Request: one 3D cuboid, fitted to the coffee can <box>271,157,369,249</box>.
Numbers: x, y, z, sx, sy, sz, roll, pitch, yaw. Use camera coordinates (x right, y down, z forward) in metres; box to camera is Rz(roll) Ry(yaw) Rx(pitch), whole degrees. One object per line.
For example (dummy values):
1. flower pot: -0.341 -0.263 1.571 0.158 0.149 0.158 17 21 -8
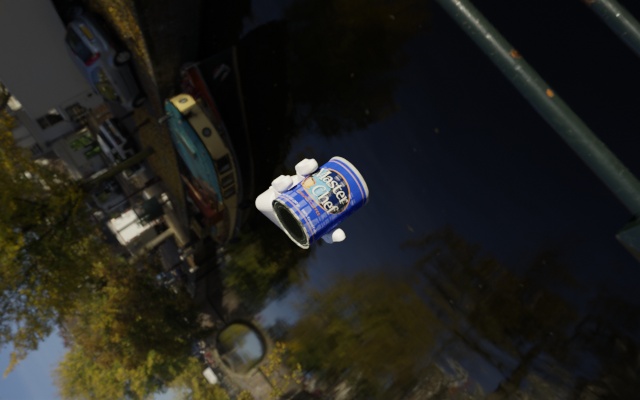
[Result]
1. coffee can: 0.000 0.003 0.838 0.140 0.103 0.103 -36 15 -21
